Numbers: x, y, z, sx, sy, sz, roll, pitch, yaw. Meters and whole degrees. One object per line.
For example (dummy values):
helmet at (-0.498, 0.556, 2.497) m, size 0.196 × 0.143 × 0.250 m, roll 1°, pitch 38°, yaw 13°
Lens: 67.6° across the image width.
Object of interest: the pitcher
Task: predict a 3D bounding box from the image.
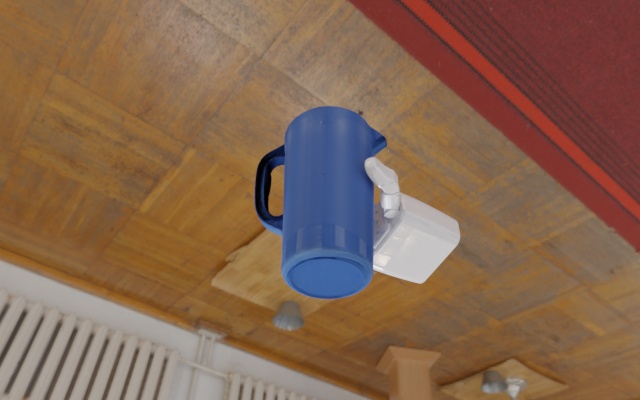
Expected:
pitcher at (0.000, 0.002, 0.631) m, size 0.145 × 0.242 × 0.149 m, roll 24°, pitch -46°, yaw -23°
